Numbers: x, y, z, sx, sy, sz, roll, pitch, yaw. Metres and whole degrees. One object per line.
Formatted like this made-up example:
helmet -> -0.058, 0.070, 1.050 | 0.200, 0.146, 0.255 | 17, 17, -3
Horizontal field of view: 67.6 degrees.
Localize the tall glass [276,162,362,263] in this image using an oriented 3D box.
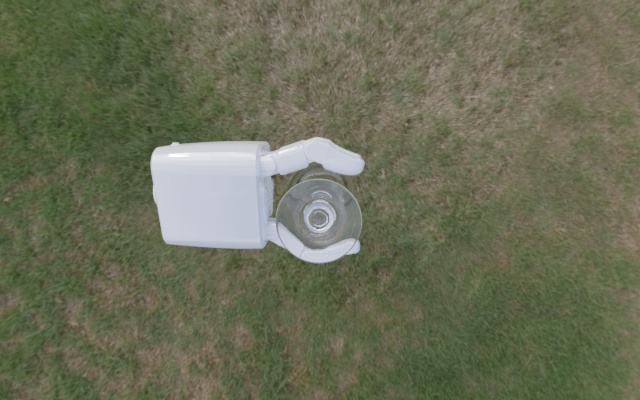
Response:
tall glass -> 0.000, 0.002, 0.505 | 0.079, 0.079, 0.201 | 0, 10, 1
